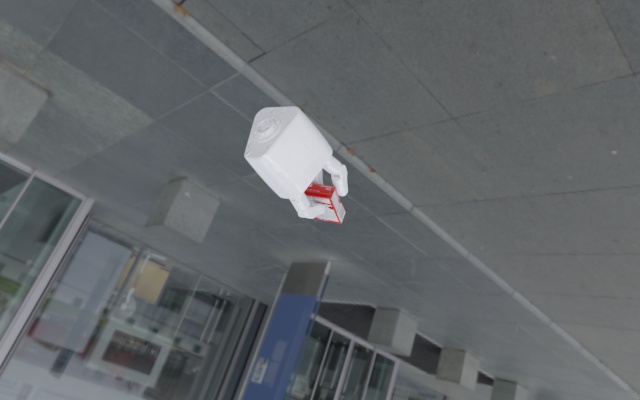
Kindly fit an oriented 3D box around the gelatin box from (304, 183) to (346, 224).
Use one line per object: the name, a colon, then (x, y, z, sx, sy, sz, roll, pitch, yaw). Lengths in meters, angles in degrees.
gelatin box: (0.000, 0.003, 0.876, 0.073, 0.030, 0.089, 10, -30, 24)
